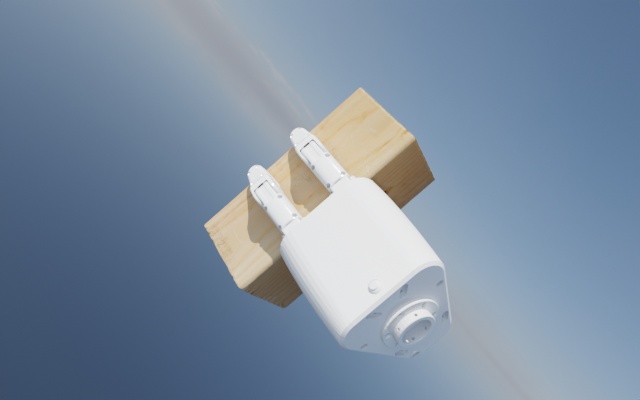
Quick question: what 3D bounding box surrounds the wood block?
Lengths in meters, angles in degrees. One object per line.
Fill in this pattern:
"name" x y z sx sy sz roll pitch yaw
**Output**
"wood block" 0.001 0.002 0.482 0.090 0.206 0.091 52 4 34
